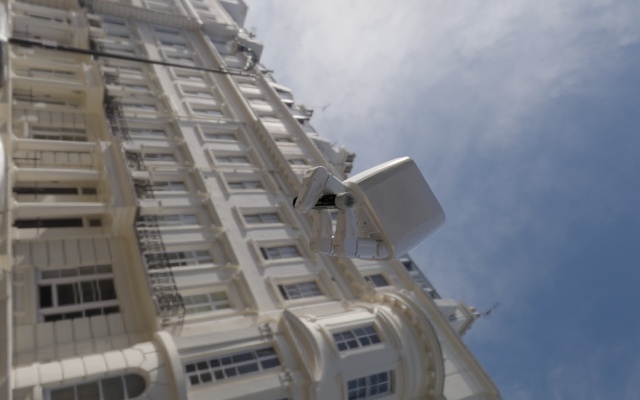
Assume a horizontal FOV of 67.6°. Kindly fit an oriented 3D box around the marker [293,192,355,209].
[{"bbox_3d":[0.000,0.002,0.592,0.020,0.020,0.121,0,-2,-32],"label":"marker"}]
